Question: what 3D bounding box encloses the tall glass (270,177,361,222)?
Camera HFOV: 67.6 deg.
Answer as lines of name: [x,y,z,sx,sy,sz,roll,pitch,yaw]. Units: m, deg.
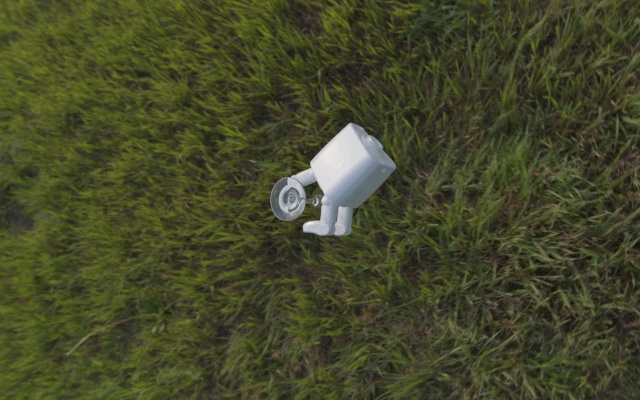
tall glass: [0.000,0.003,0.881,0.079,0.079,0.201,0,-3,34]
